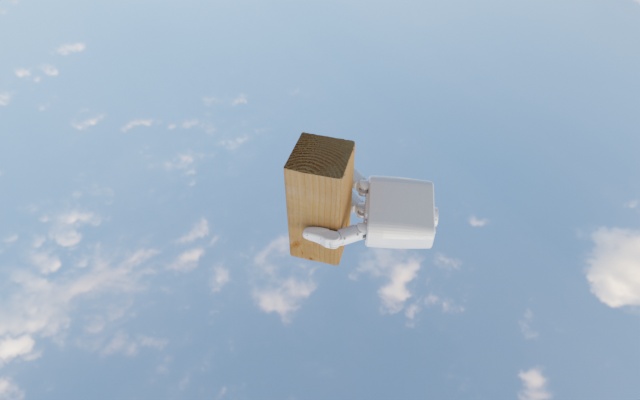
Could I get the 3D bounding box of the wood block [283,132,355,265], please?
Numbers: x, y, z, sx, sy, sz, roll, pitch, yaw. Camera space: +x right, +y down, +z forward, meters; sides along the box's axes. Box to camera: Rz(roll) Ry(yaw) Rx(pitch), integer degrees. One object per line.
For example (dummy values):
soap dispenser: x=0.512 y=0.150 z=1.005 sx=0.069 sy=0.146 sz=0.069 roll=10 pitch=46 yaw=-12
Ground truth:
wood block: x=0.000 y=0.003 z=0.781 sx=0.090 sy=0.206 sz=0.090 roll=11 pitch=47 yaw=11
